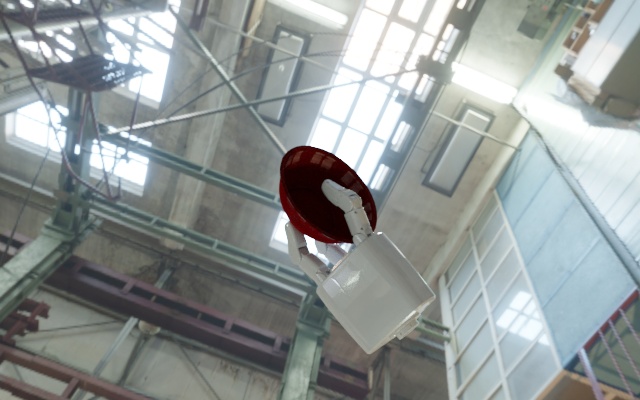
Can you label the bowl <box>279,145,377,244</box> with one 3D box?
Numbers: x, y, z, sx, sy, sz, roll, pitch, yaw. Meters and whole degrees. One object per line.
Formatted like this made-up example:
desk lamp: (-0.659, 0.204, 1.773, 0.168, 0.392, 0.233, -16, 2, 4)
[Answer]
bowl: (-0.001, 0.001, 0.666, 0.162, 0.162, 0.055, 0, -33, -43)
